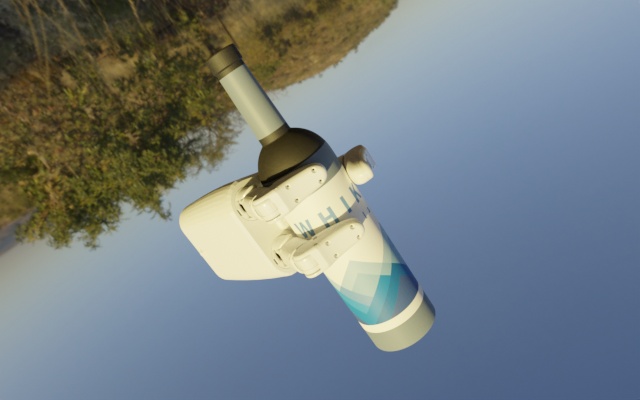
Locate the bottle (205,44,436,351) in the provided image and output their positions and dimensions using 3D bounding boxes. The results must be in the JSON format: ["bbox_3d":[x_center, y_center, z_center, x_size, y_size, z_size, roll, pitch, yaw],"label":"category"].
[{"bbox_3d":[0.000,0.002,0.414,0.069,0.296,0.069,-31,16,10],"label":"bottle"}]
